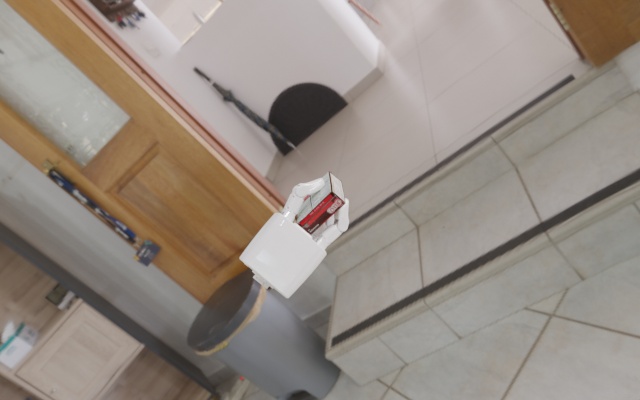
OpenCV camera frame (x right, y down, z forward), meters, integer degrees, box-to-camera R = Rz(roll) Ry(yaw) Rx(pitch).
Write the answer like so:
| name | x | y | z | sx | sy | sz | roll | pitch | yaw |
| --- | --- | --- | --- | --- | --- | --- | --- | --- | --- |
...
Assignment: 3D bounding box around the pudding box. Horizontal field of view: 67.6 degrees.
| name | x | y | z | sx | sy | sz | roll | pitch | yaw |
| --- | --- | --- | --- | --- | --- | --- | --- | --- | --- |
| pudding box | 0.000 | 0.003 | 0.876 | 0.039 | 0.090 | 0.113 | 43 | 16 | -19 |
